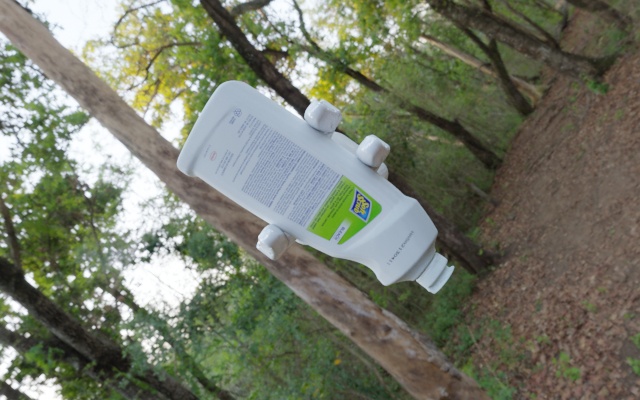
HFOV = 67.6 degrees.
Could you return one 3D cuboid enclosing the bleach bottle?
[{"bbox_3d":[0.000,0.001,0.424,0.251,0.102,0.068,36,18,8],"label":"bleach bottle"}]
